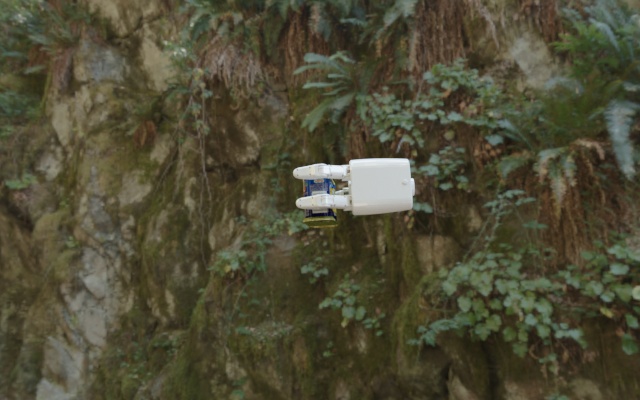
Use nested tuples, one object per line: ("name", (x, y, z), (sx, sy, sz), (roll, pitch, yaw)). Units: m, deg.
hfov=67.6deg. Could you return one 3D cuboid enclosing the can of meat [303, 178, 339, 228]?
("can of meat", (0.000, 0.003, 0.888), (0.057, 0.084, 0.102), (-4, -10, 7))
